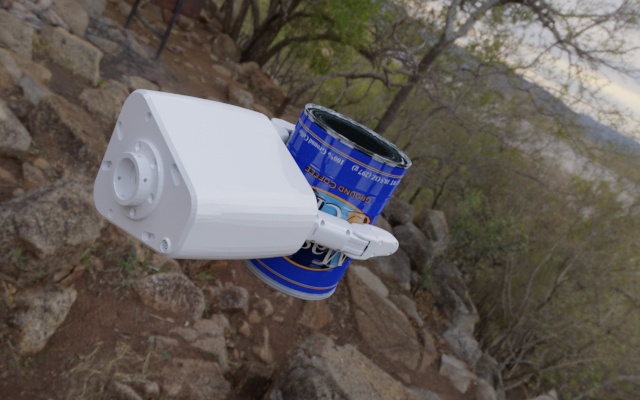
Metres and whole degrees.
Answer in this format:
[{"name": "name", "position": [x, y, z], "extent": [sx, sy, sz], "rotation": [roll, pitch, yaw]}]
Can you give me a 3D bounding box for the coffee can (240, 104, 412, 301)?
[{"name": "coffee can", "position": [0.000, 0.002, 0.423], "extent": [0.103, 0.140, 0.102], "rotation": [26, 19, -10]}]
